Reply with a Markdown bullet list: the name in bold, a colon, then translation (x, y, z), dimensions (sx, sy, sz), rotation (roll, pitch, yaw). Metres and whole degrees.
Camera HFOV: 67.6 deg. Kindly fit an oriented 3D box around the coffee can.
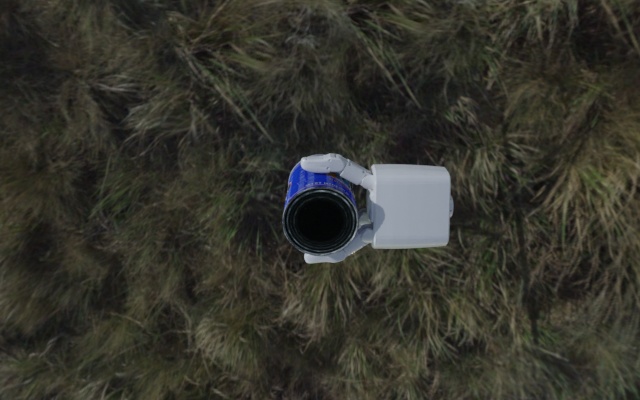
- **coffee can**: translation (0.000, 0.002, 0.696), dimensions (0.103, 0.103, 0.140), rotation (0, 23, 0)
